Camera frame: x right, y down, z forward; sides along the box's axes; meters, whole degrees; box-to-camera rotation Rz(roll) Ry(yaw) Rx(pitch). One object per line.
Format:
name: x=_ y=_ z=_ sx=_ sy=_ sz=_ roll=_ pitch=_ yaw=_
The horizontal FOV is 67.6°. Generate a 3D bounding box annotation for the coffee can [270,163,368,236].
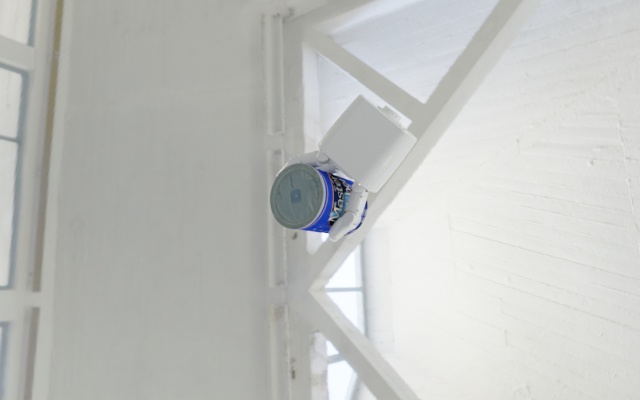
coffee can: x=0.000 y=0.003 z=0.787 sx=0.103 sy=0.103 sz=0.140 roll=0 pitch=-8 yaw=34
